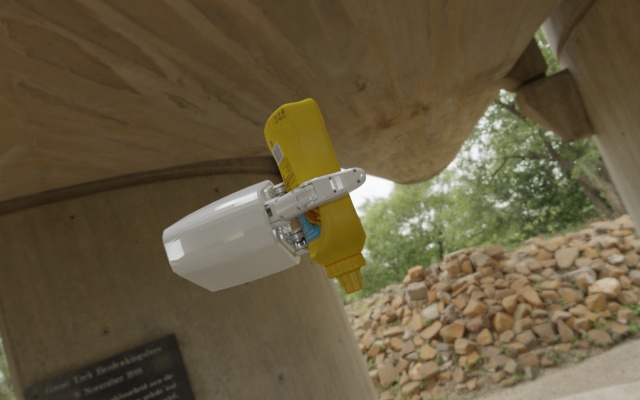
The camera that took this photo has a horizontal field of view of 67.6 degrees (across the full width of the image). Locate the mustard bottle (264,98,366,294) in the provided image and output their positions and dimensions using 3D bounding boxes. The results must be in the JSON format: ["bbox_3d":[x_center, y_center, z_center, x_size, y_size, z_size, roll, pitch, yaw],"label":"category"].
[{"bbox_3d":[0.000,0.001,0.485,0.058,0.191,0.096,-17,-9,-19],"label":"mustard bottle"}]
